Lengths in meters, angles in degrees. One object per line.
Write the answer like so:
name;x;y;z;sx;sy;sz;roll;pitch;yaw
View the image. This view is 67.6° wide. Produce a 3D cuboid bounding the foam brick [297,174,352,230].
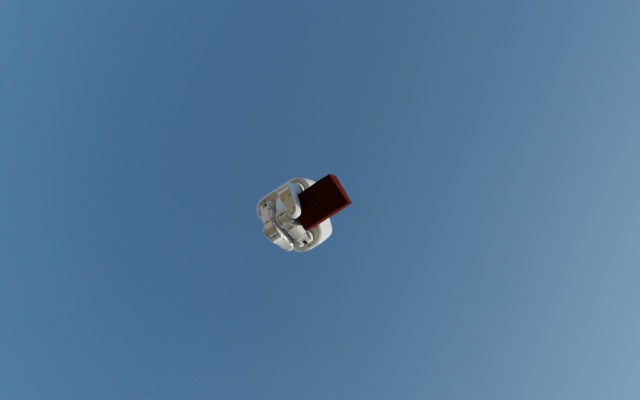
foam brick;0.000;0.002;0.717;0.078;0.053;0.051;-32;-6;12
